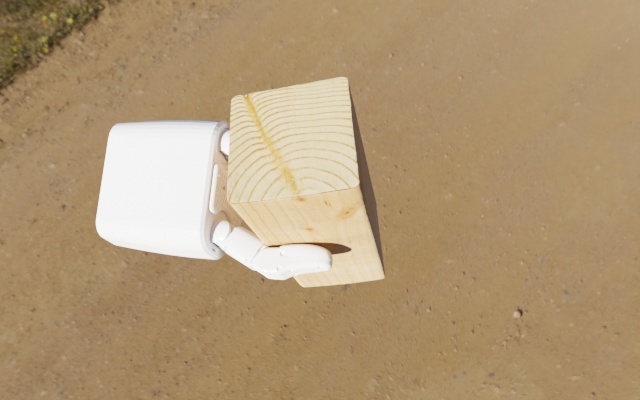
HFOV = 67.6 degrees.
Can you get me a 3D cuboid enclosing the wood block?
[{"bbox_3d":[0.000,0.002,0.414,0.090,0.090,0.206,-8,-26,9],"label":"wood block"}]
